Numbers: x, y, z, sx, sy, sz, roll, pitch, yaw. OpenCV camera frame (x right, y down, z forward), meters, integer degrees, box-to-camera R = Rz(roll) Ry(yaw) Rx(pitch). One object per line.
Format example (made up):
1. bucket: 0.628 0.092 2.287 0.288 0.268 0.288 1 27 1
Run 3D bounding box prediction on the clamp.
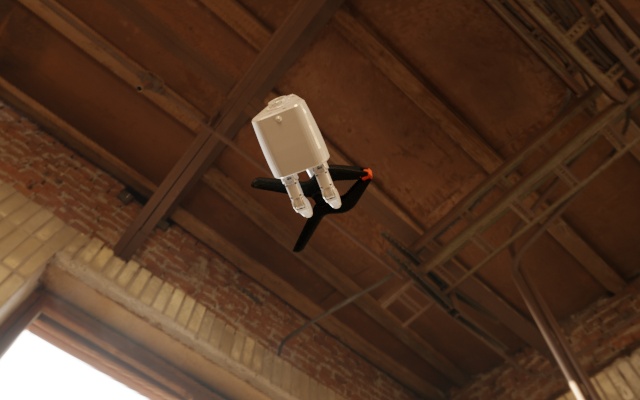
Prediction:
1. clamp: 0.001 0.002 0.866 0.210 0.165 0.036 -18 23 12
